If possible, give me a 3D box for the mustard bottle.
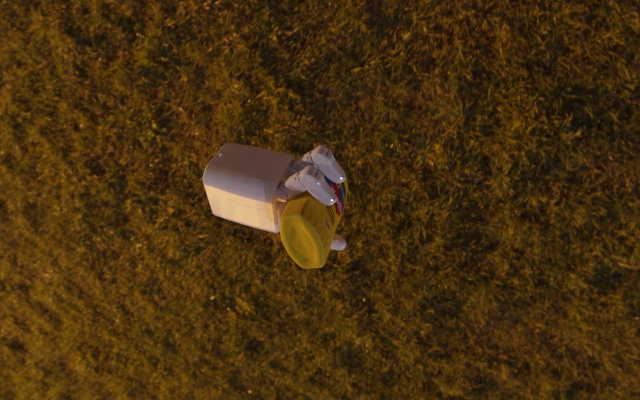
[{"bbox_3d":[0.000,0.002,0.697,0.058,0.096,0.191,-7,33,23],"label":"mustard bottle"}]
